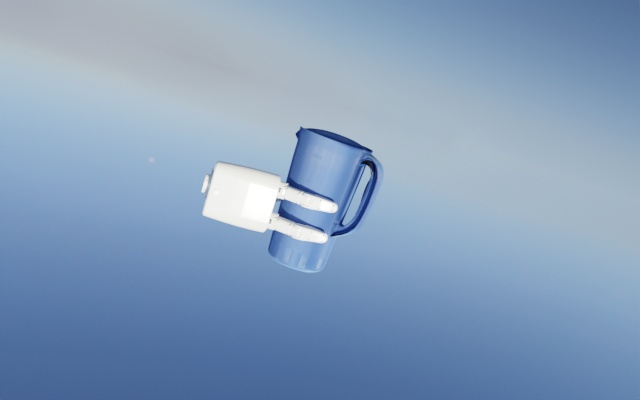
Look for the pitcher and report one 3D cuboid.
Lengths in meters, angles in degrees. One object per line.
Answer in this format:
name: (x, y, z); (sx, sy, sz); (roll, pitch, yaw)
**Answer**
pitcher: (0.000, 0.003, 0.838); (0.145, 0.243, 0.149); (16, 12, -15)
